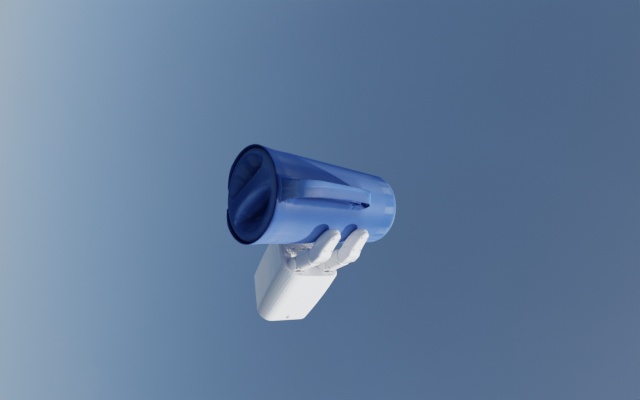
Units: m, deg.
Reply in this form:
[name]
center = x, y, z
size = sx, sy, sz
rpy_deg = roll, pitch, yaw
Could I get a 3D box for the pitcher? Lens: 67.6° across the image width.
[pitcher]
center = 0.000, 0.002, 0.690
size = 0.243, 0.145, 0.149
rpy_deg = 7, 34, -39
